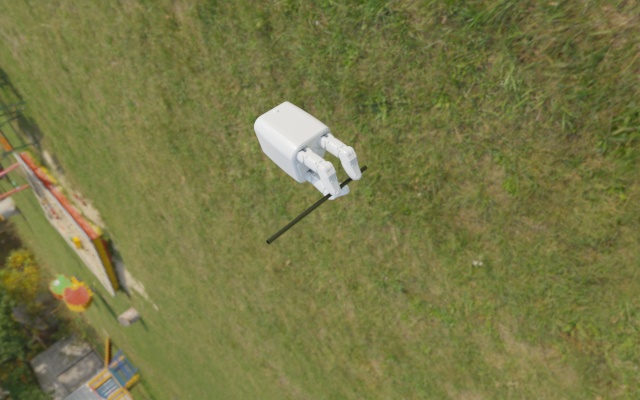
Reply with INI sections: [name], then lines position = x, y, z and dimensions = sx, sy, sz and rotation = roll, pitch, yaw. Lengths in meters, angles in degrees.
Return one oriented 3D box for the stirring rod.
[stirring rod]
position = 0.000, 0.003, 0.806
dimensions = 0.239, 0.011, 0.011
rotation = -37, 21, -31
